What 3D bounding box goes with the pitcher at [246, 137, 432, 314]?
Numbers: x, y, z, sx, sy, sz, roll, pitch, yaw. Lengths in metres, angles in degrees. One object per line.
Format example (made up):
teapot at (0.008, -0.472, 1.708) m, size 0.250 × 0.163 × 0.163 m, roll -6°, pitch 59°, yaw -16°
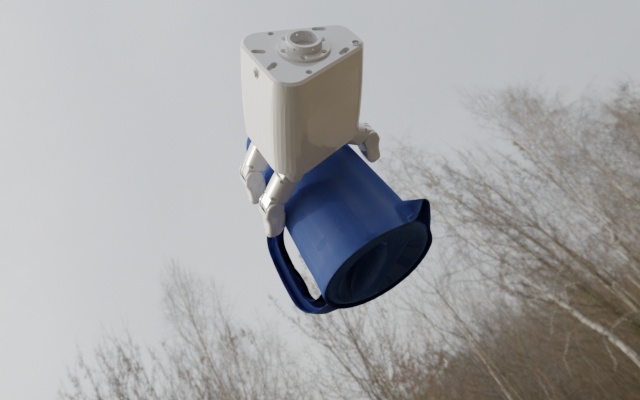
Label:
pitcher at (0.000, 0.002, 0.562) m, size 0.149 × 0.242 × 0.145 m, roll -22°, pitch -37°, yaw -20°
